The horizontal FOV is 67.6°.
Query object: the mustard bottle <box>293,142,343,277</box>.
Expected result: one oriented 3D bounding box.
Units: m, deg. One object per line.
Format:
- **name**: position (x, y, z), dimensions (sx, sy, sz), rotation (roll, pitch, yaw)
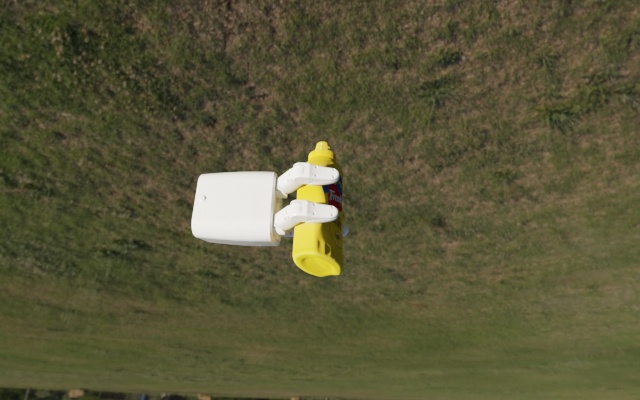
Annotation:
- **mustard bottle**: position (0.000, 0.002, 0.666), dimensions (0.058, 0.191, 0.096), rotation (-10, -29, 22)
